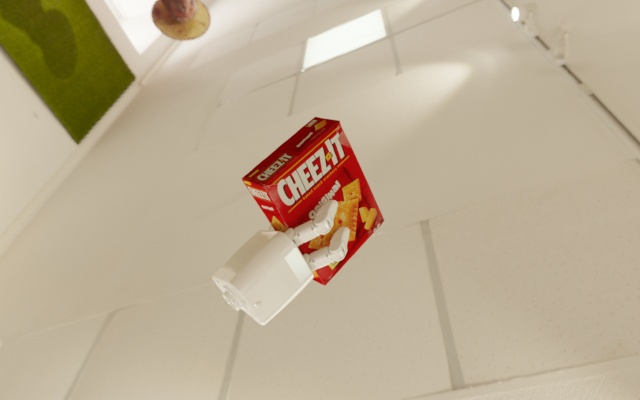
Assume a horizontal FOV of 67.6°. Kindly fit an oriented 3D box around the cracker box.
[{"bbox_3d":[0.000,0.003,0.761,0.164,0.214,0.072,-44,36,-23],"label":"cracker box"}]
